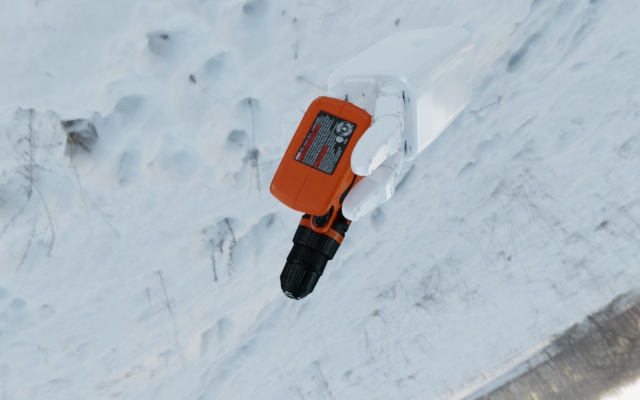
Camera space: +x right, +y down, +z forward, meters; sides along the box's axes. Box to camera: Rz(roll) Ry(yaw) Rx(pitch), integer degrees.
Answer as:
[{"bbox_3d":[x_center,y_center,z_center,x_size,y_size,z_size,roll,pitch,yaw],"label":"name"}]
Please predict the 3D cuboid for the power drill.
[{"bbox_3d":[0.000,0.001,0.465,0.057,0.184,0.188,22,-15,10],"label":"power drill"}]
